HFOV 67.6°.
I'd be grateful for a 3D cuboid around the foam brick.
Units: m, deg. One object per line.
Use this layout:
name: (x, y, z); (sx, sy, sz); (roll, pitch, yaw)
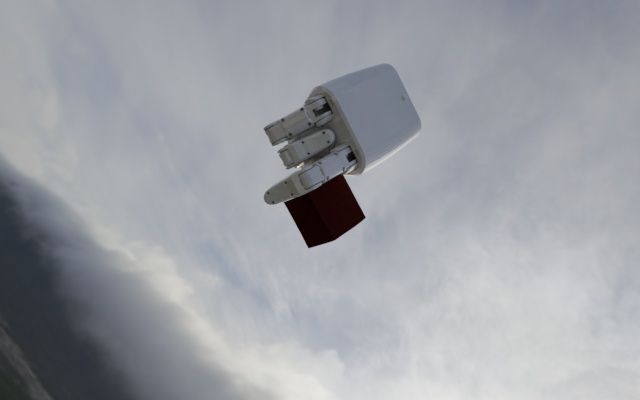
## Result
foam brick: (0.000, 0.002, 0.501); (0.051, 0.078, 0.053); (-32, 7, -35)
